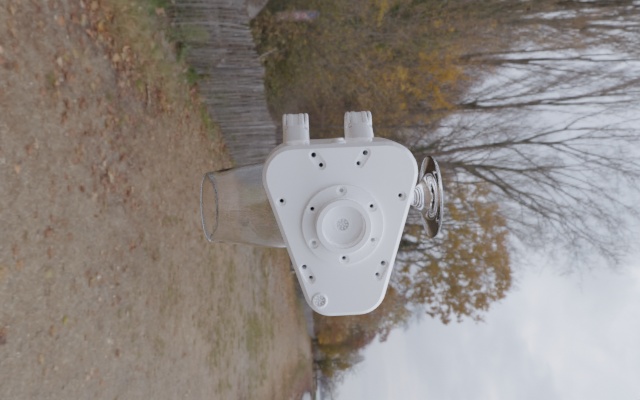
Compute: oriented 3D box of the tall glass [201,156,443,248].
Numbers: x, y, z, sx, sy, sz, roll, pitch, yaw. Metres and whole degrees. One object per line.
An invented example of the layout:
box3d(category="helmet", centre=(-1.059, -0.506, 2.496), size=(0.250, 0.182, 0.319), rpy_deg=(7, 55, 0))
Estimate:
box3d(category="tall glass", centre=(0.001, 0.001, 0.425), size=(0.201, 0.079, 0.079), rpy_deg=(-3, 0, -1))
